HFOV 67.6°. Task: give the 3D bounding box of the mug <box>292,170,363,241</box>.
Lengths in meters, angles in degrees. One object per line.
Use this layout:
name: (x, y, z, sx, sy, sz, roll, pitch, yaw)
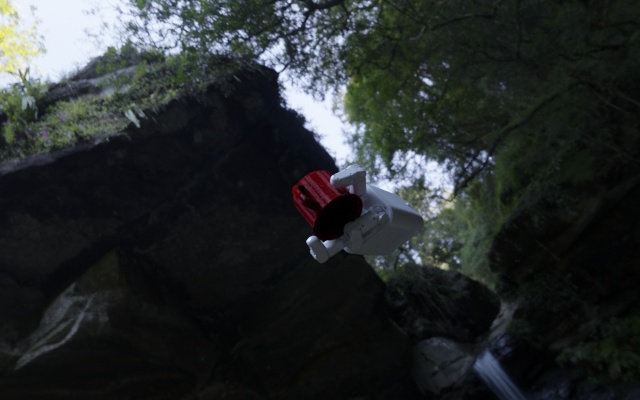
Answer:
mug: (-0.001, 0.002, 0.767, 0.117, 0.093, 0.081, 15, 25, -46)
